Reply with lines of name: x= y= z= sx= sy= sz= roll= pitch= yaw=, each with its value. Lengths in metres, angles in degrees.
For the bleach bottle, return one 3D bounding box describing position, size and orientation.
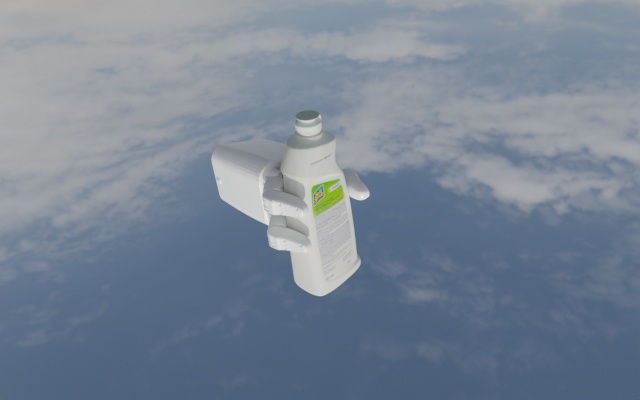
bleach bottle: x=0.000 y=0.002 z=0.620 sx=0.068 sy=0.251 sz=0.102 roll=23 pitch=43 yaw=35
